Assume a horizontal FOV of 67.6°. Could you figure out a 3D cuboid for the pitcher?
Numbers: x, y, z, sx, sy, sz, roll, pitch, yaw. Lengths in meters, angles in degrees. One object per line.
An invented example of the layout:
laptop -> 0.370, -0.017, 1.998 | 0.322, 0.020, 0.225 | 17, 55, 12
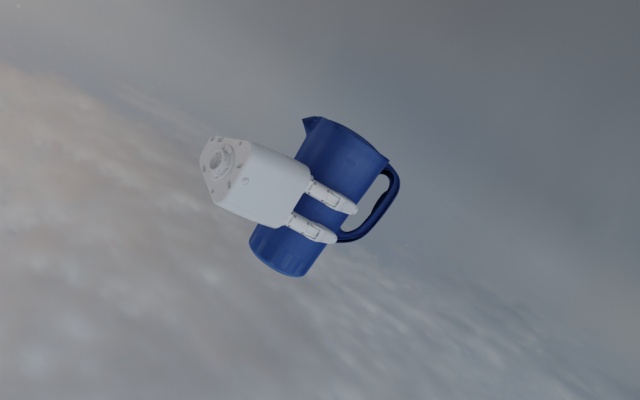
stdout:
pitcher -> 0.000, 0.002, 0.757 | 0.145, 0.243, 0.149 | 24, 11, -48
